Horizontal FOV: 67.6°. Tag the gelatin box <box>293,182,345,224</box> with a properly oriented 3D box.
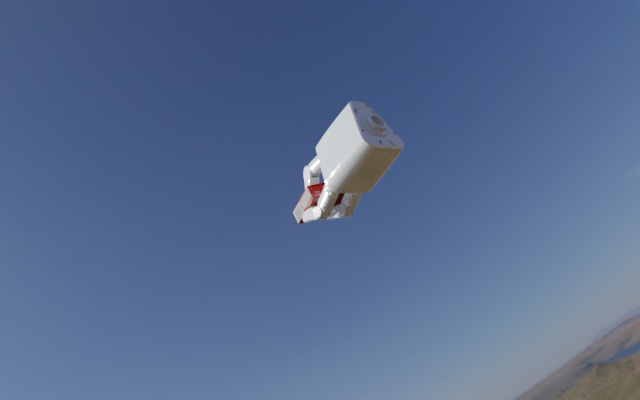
[{"bbox_3d":[0.000,0.003,0.847,0.073,0.030,0.089,-11,-28,-30],"label":"gelatin box"}]
